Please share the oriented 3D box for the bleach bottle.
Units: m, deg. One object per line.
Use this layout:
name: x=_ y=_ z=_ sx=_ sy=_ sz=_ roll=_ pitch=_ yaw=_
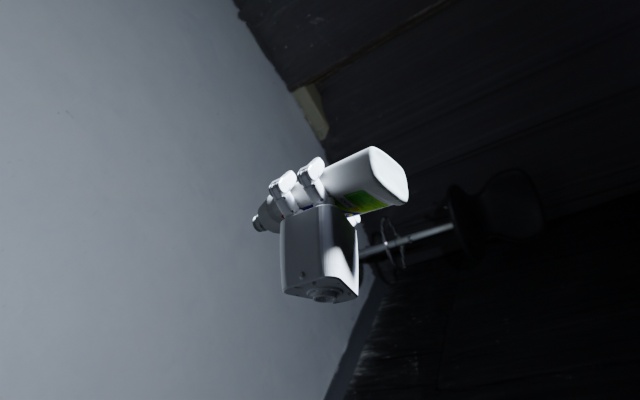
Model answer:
bleach bottle: x=0.000 y=0.002 z=0.733 sx=0.251 sy=0.068 sz=0.102 roll=-22 pitch=-35 yaw=32
